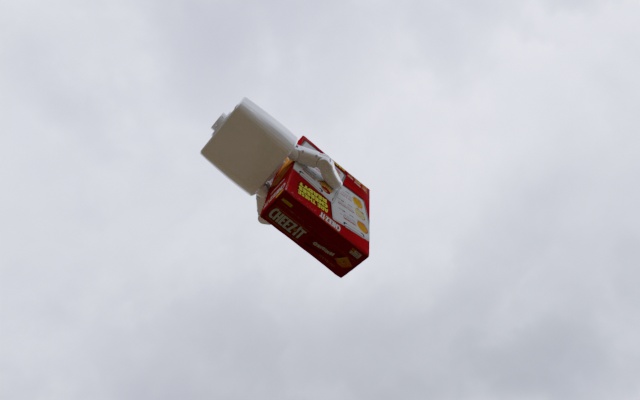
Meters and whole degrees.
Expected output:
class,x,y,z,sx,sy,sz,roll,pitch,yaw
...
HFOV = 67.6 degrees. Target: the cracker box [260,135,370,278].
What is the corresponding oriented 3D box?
class,x,y,z,sx,sy,sz,roll,pitch,yaw
cracker box,0.000,0.002,0.783,0.164,0.072,0.213,39,26,-15
